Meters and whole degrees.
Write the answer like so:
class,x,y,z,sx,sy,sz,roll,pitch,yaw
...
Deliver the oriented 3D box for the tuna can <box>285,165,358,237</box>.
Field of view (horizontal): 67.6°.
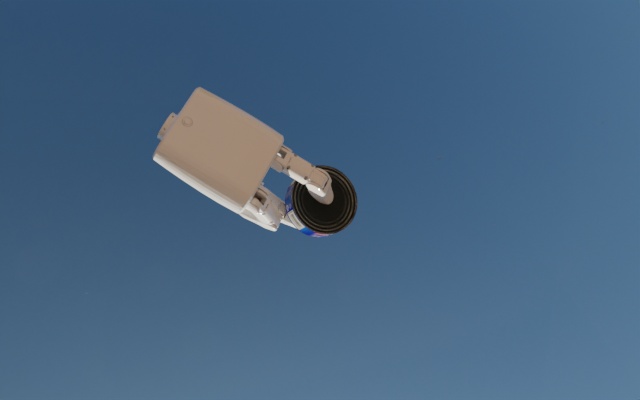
class,x,y,z,sx,sy,sz,roll,pitch,yaw
tuna can,0.000,0.002,0.591,0.086,0.086,0.034,0,-13,-21
